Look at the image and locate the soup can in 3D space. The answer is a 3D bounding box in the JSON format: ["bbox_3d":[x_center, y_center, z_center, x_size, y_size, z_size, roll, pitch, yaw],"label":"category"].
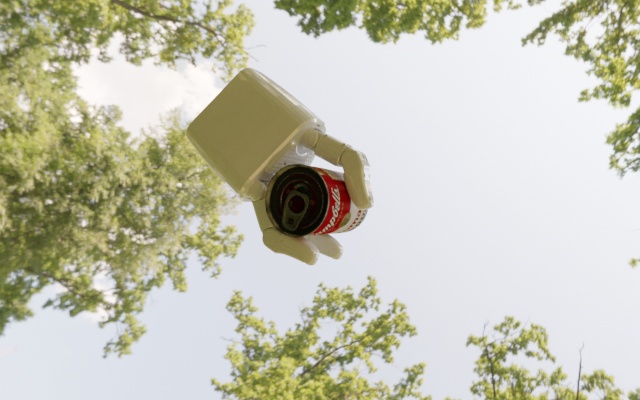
[{"bbox_3d":[0.001,0.002,0.483,0.068,0.068,0.102,0,-2,27],"label":"soup can"}]
